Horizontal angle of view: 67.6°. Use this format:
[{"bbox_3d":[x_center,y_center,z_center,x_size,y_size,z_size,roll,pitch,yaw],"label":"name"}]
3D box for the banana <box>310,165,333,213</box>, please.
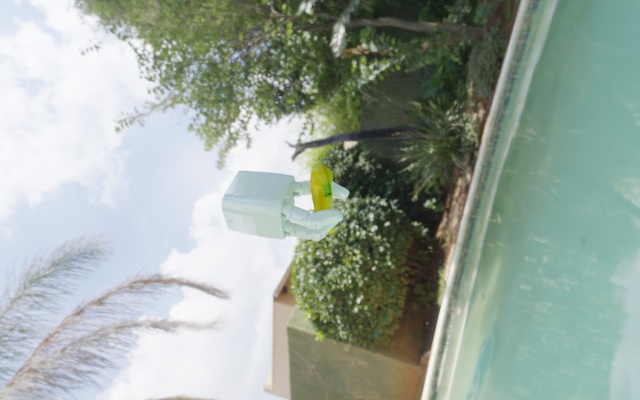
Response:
[{"bbox_3d":[0.001,-0.016,0.805,0.037,0.069,0.198,2,-13,1],"label":"banana"}]
